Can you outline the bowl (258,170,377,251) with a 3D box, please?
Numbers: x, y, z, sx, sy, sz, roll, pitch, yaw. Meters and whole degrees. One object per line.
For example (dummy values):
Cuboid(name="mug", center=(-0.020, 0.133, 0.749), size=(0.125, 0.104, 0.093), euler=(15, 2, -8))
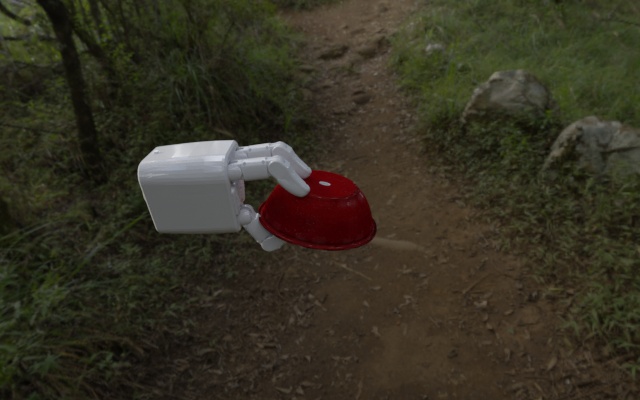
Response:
Cuboid(name="bowl", center=(0.001, 0.002, 0.630), size=(0.162, 0.055, 0.162), euler=(8, 24, -4))
